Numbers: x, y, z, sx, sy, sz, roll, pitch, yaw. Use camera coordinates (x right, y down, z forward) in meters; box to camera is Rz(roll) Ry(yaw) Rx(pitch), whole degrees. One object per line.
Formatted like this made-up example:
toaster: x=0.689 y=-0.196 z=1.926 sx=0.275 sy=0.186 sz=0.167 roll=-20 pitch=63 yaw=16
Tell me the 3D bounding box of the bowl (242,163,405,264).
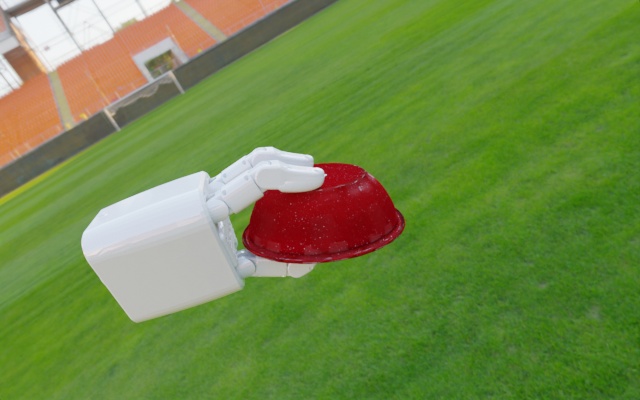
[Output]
bowl: x=0.001 y=0.001 z=0.465 sx=0.162 sy=0.055 sz=0.162 roll=-5 pitch=19 yaw=2
